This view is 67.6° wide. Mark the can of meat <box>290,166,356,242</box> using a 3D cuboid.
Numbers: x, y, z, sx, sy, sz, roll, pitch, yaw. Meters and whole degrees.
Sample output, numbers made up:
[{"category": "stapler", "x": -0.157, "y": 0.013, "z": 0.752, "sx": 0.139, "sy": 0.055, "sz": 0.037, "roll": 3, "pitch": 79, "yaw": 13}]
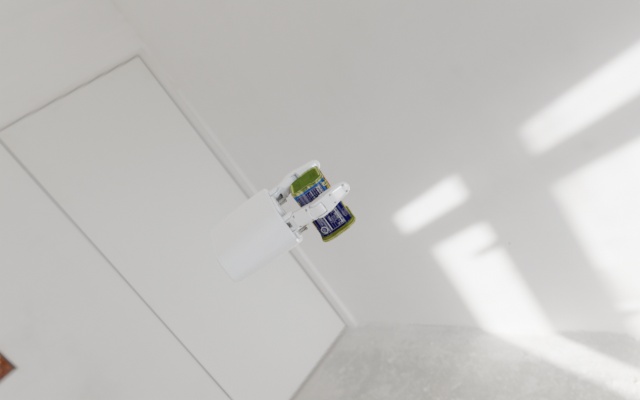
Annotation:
[{"category": "can of meat", "x": 0.000, "y": 0.002, "z": 0.698, "sx": 0.057, "sy": 0.084, "sz": 0.102, "roll": -36, "pitch": 14, "yaw": 3}]
